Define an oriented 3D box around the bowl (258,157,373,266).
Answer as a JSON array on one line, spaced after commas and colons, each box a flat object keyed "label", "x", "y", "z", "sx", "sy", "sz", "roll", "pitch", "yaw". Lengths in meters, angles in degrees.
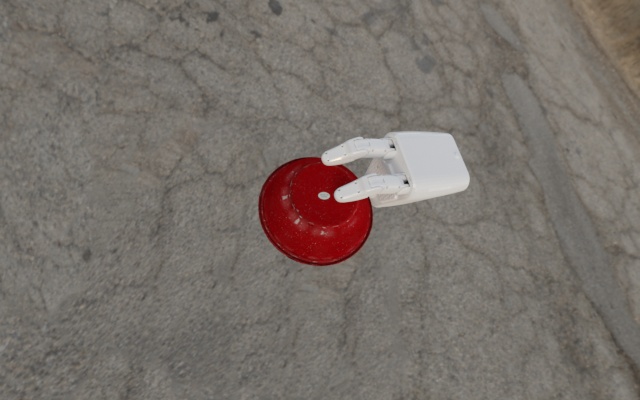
[{"label": "bowl", "x": -0.001, "y": 0.002, "z": 0.633, "sx": 0.162, "sy": 0.162, "sz": 0.055, "roll": 0, "pitch": -23, "yaw": -13}]
